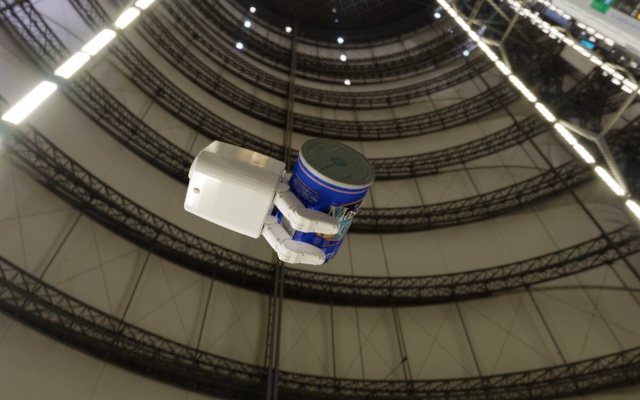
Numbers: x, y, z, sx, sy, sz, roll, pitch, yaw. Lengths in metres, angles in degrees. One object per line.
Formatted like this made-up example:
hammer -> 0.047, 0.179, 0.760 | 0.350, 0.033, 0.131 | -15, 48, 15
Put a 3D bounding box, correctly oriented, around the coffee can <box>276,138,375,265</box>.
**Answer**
coffee can -> 0.000, 0.002, 0.648 | 0.103, 0.140, 0.102 | 16, 34, -11
